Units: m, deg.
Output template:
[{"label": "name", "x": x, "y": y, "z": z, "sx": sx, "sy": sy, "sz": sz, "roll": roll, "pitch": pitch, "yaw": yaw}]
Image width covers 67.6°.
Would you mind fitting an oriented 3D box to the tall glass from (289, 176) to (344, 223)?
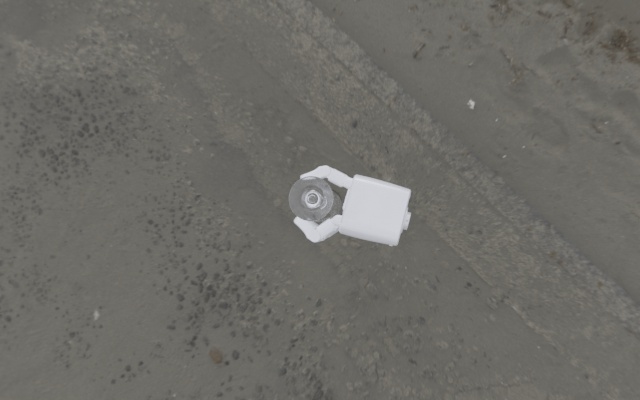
[{"label": "tall glass", "x": 0.000, "y": 0.003, "z": 0.878, "sx": 0.079, "sy": 0.079, "sz": 0.201, "roll": 0, "pitch": -3, "yaw": 9}]
